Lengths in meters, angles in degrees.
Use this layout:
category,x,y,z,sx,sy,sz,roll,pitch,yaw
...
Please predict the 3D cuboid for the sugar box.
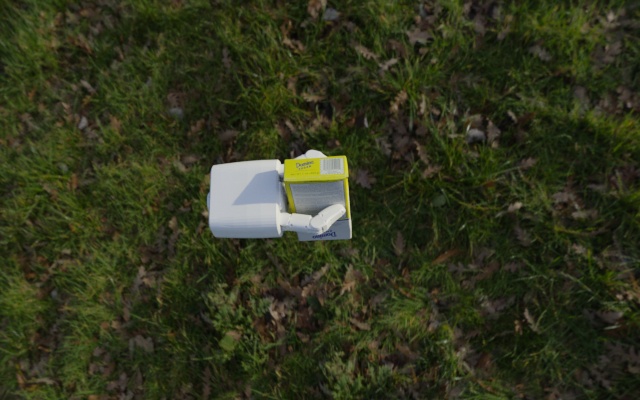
category,x,y,z,sx,sy,sz,roll,pitch,yaw
sugar box,0.000,0.002,0.754,0.093,0.048,0.176,-3,-32,4
